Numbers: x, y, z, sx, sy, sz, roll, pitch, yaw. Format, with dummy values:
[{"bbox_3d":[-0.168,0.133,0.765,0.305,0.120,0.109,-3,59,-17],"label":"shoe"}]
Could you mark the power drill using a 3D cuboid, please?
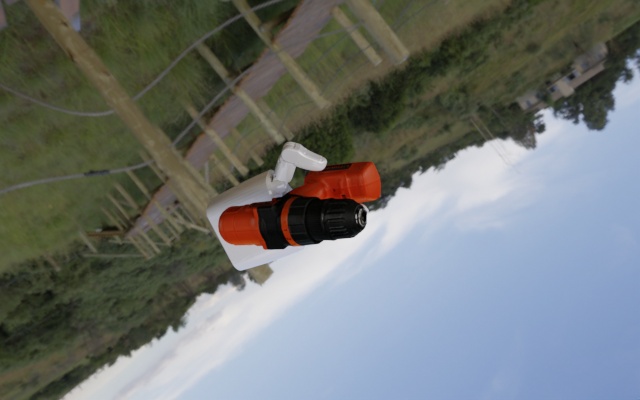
[{"bbox_3d":[0.000,0.002,0.564,0.184,0.057,0.187,-3,14,33],"label":"power drill"}]
